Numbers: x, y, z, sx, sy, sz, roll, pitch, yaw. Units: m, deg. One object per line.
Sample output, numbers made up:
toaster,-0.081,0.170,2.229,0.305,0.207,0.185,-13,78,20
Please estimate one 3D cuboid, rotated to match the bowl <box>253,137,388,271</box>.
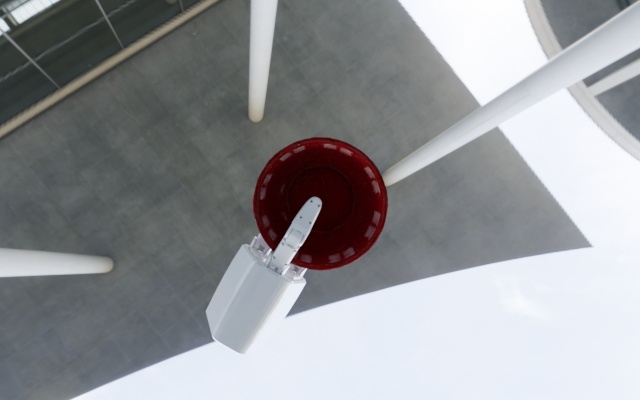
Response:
bowl,0.001,0.001,0.596,0.162,0.162,0.055,0,8,1
